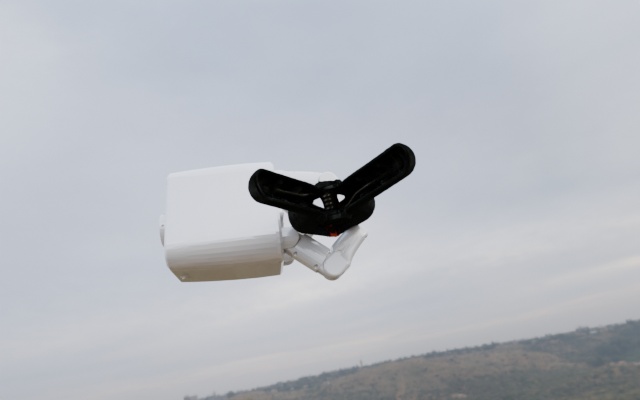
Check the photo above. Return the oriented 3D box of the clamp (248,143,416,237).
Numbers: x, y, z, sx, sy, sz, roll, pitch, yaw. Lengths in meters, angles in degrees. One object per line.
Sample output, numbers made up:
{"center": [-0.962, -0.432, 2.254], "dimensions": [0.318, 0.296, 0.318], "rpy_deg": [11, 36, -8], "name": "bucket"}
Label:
{"center": [0.000, 0.001, 0.403], "dimensions": [0.120, 0.039, 0.171], "rpy_deg": [-3, -20, -9], "name": "clamp"}
